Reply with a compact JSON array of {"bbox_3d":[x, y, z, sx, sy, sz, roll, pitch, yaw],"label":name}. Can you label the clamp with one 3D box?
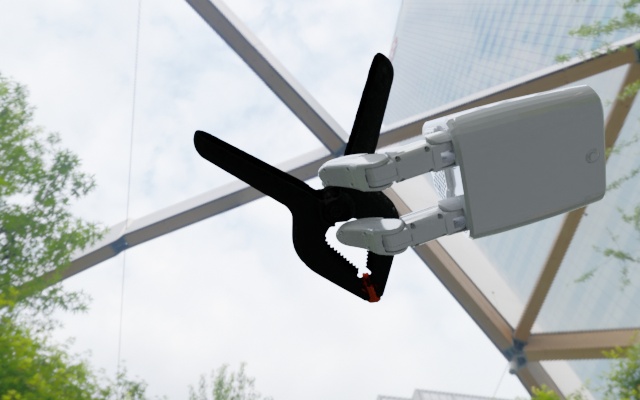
[{"bbox_3d":[0.000,0.001,0.404,0.164,0.210,0.036,-15,23,3],"label":"clamp"}]
